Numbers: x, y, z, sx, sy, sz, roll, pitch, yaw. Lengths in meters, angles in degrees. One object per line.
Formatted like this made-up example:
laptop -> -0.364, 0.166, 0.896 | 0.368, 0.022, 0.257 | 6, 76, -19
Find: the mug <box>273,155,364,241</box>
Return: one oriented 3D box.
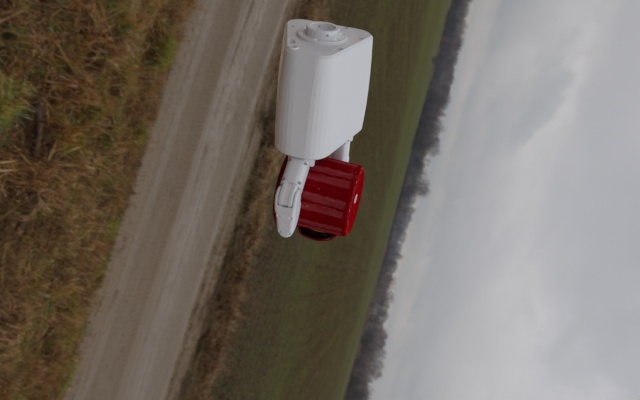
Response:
mug -> 0.000, 0.003, 0.541 | 0.081, 0.117, 0.093 | 13, 38, 10
